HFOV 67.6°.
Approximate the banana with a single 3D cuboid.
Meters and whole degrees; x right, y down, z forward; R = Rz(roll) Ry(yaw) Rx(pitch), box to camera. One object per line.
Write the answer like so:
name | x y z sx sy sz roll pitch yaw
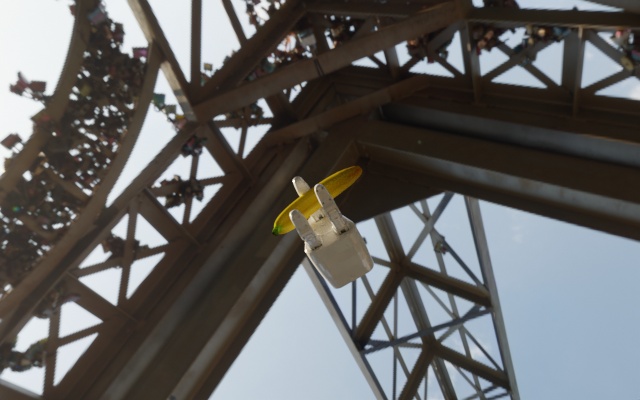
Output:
banana | -0.011 0.003 0.837 0.197 0.037 0.069 -39 20 -18
